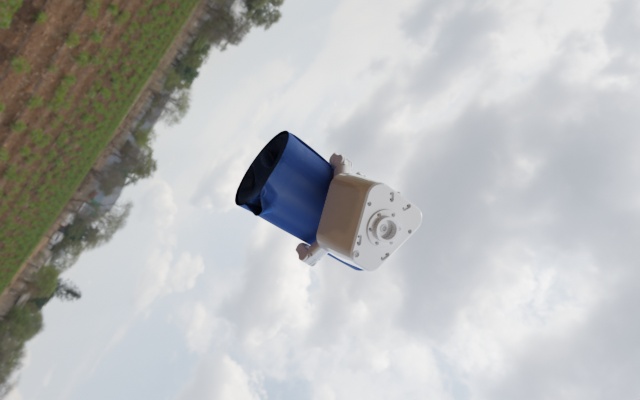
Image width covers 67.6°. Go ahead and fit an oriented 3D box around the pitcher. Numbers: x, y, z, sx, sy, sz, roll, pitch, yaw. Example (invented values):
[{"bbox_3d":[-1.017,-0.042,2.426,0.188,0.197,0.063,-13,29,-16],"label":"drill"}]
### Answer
[{"bbox_3d":[0.000,0.003,0.757,0.243,0.149,0.145,34,-7,-23],"label":"pitcher"}]
